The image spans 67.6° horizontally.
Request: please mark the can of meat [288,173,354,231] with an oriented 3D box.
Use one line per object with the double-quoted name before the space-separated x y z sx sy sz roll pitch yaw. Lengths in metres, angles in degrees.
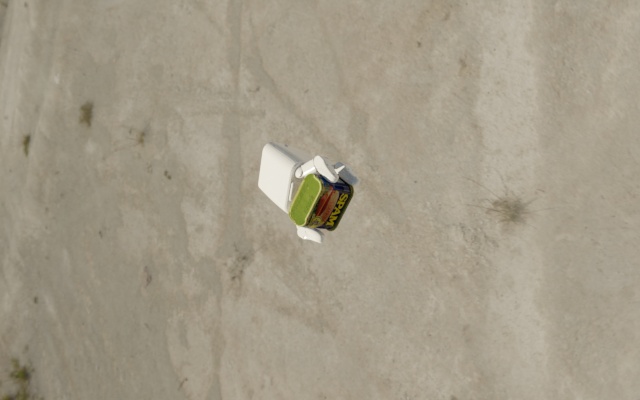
"can of meat" 0.000 0.003 0.866 0.084 0.102 0.057 8 25 -46
